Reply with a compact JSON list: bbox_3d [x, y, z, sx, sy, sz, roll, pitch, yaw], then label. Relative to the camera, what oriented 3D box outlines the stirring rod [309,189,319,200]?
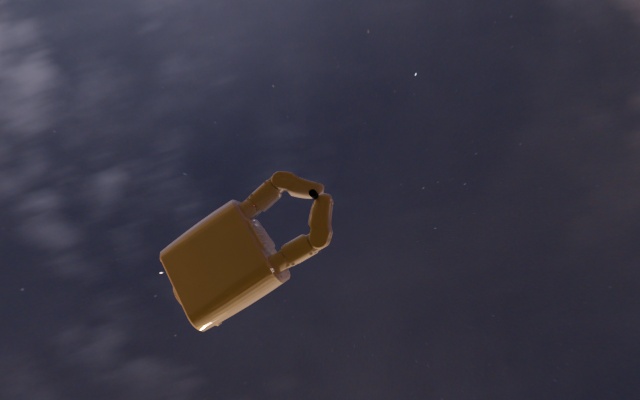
[{"bbox_3d":[0.000,0.002,0.604,0.011,0.011,0.239,0,-5,4],"label":"stirring rod"}]
